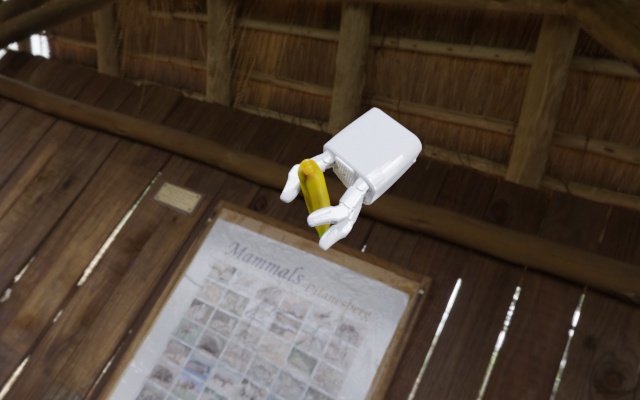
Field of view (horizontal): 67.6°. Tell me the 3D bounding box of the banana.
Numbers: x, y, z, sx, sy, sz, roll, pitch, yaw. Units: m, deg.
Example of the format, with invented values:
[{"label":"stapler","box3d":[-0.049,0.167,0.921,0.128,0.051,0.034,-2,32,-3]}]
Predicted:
[{"label":"banana","box3d":[-0.006,-0.009,0.711,0.037,0.069,0.198,-22,-37,-5]}]
